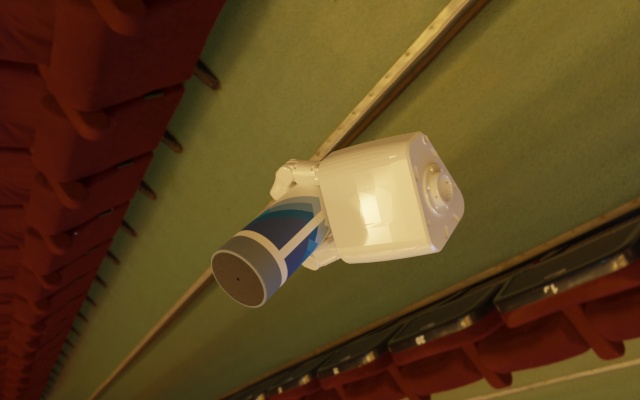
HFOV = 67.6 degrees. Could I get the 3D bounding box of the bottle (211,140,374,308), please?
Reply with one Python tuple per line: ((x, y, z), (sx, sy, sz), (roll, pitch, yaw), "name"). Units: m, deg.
((0.000, 0.002, 0.545), (0.069, 0.069, 0.295), (0, 29, 37), "bottle")
